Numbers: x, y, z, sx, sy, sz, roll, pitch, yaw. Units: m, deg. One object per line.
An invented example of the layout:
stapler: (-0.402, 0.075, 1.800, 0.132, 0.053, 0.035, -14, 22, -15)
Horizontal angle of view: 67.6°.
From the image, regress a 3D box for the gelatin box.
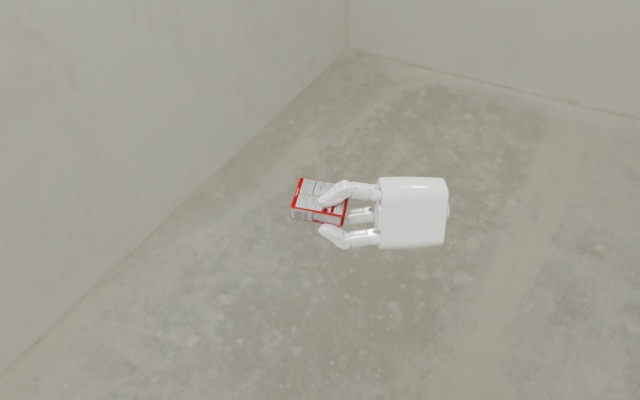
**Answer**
gelatin box: (0.000, 0.002, 0.790, 0.089, 0.073, 0.030, 10, -43, 5)
